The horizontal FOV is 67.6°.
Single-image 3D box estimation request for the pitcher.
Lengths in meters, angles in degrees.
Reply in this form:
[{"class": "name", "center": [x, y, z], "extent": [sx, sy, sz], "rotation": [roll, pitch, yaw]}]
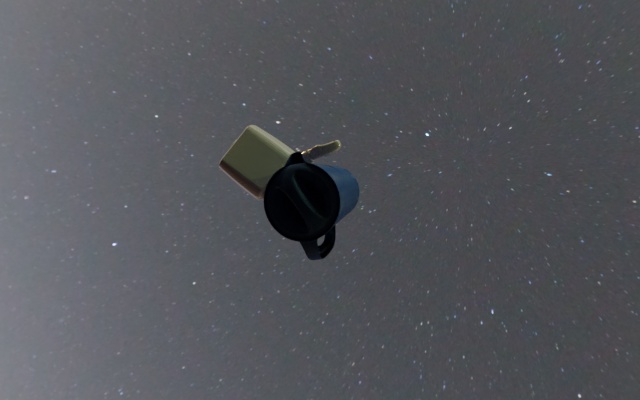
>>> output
[{"class": "pitcher", "center": [0.000, 0.003, 0.895], "extent": [0.145, 0.149, 0.243], "rotation": [36, 14, 10]}]
